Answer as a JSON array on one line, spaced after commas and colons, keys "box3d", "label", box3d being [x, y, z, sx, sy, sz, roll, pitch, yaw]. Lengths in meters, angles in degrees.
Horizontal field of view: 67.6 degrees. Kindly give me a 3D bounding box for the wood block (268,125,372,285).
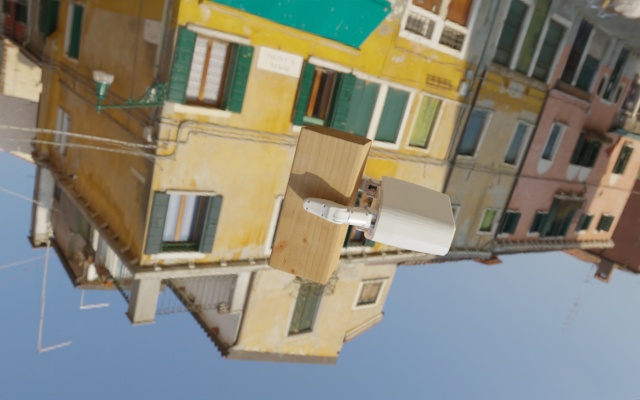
[{"box3d": [0.000, 0.003, 0.695, 0.090, 0.206, 0.091, 17, 15, 10], "label": "wood block"}]
